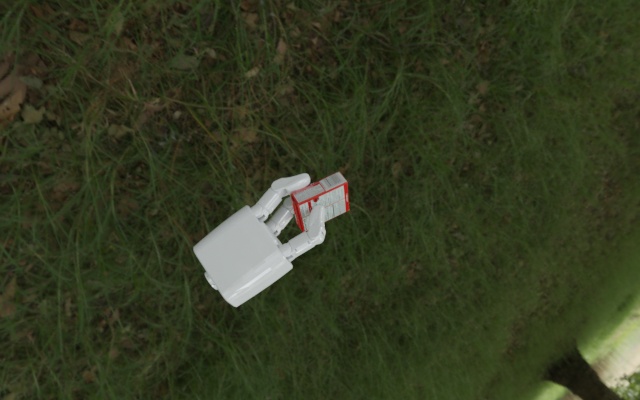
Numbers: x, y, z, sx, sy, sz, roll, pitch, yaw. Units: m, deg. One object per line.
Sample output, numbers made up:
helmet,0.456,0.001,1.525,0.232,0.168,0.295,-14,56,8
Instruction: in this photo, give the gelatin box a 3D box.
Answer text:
gelatin box,0.001,0.003,0.754,0.089,0.030,0.073,-25,-37,-12
